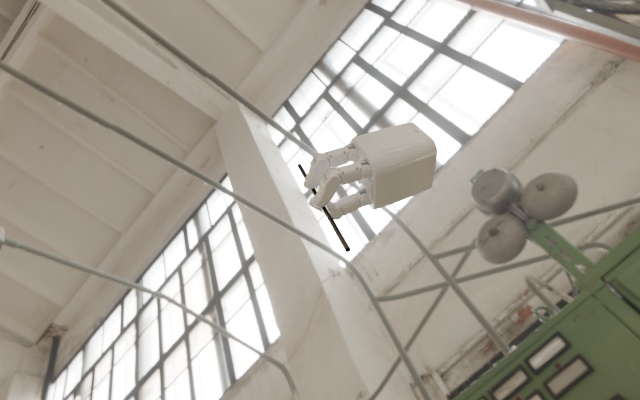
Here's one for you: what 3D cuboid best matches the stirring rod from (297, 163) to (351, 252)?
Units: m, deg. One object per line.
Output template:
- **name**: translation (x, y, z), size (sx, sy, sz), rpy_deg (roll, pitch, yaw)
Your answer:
- **stirring rod**: translation (0.000, 0.002, 0.720), size (0.011, 0.011, 0.239), rpy_deg (0, 31, -21)
